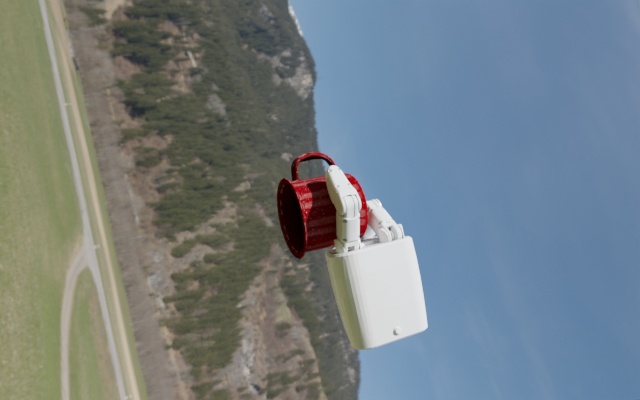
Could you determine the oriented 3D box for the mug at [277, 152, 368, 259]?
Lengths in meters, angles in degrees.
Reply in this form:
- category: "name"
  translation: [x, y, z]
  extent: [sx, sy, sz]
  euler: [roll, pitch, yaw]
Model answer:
- category: "mug"
  translation: [0.000, 0.000, 0.555]
  extent: [0.081, 0.117, 0.093]
  euler: [-11, 0, -21]
